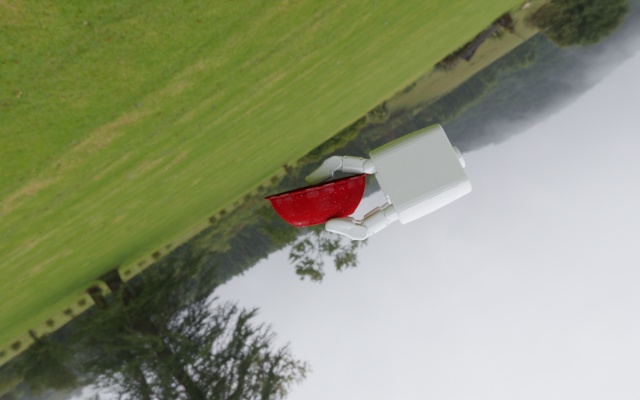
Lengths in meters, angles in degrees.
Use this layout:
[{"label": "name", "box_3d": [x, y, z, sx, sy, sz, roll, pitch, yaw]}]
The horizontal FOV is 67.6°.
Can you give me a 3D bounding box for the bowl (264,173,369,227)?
[{"label": "bowl", "box_3d": [-0.001, 0.003, 0.715, 0.162, 0.055, 0.162, -13, 3, 1]}]
